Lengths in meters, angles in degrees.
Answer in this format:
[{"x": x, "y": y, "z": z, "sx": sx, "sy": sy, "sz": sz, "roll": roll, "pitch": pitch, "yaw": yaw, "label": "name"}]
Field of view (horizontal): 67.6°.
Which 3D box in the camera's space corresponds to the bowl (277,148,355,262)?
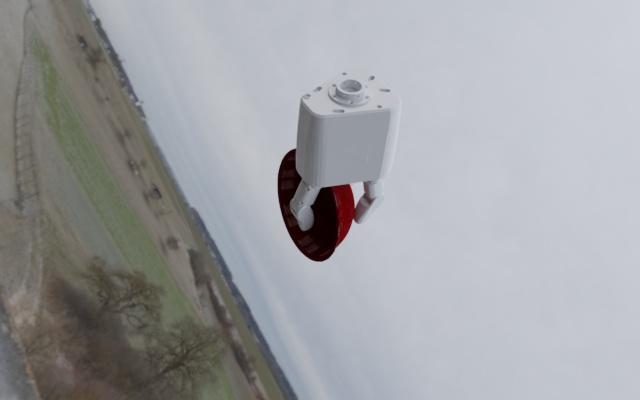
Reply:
[{"x": 0.000, "y": 0.003, "z": 0.676, "sx": 0.055, "sy": 0.162, "sz": 0.162, "roll": -14, "pitch": 7, "yaw": -31, "label": "bowl"}]
